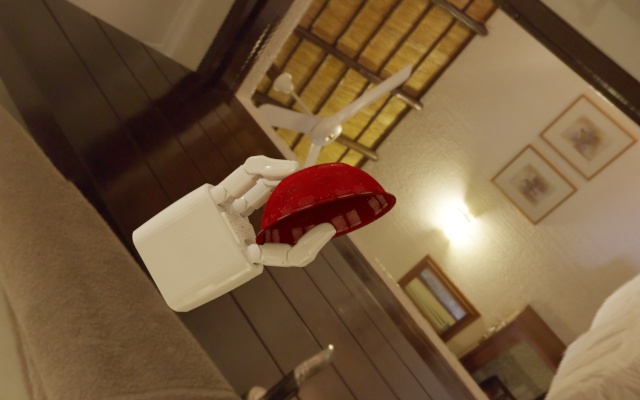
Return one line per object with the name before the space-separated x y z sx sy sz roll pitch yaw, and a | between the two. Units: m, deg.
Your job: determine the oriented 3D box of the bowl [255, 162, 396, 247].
bowl | 0.001 0.001 0.535 0.162 0.055 0.162 -15 -17 -5
